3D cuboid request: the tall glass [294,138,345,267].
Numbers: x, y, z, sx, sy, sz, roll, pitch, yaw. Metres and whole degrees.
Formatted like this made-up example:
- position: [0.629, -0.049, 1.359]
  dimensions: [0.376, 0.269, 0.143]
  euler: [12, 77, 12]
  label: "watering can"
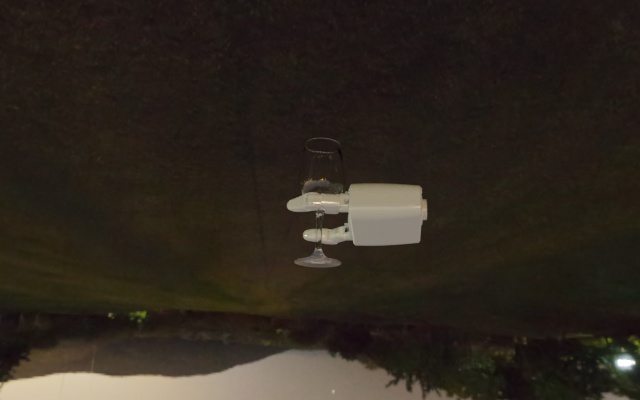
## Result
- position: [0.000, 0.003, 0.772]
  dimensions: [0.079, 0.201, 0.079]
  euler: [2, -17, 1]
  label: "tall glass"
